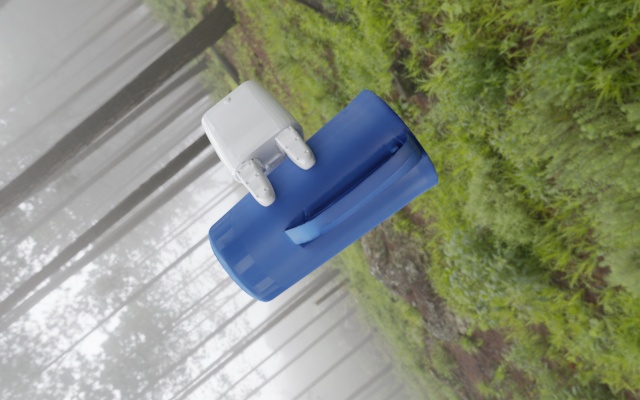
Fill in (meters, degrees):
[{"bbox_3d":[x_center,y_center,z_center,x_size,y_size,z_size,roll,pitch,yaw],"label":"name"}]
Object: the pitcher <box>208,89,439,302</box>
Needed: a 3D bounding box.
[{"bbox_3d":[0.000,0.002,0.524,0.243,0.145,0.149,-39,-32,0],"label":"pitcher"}]
